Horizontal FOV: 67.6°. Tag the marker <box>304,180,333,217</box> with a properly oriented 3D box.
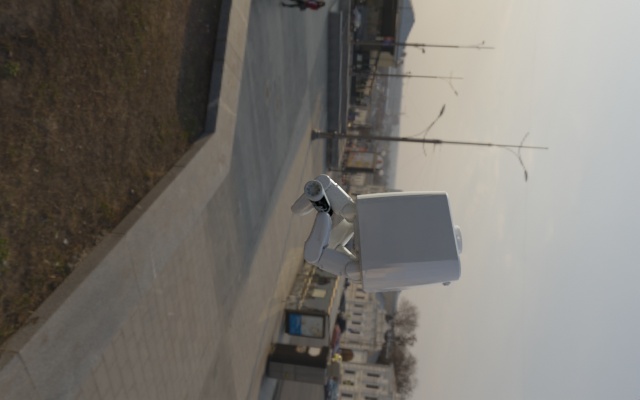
[{"bbox_3d":[0.000,0.002,0.528,0.020,0.020,0.121,0,-13,7],"label":"marker"}]
